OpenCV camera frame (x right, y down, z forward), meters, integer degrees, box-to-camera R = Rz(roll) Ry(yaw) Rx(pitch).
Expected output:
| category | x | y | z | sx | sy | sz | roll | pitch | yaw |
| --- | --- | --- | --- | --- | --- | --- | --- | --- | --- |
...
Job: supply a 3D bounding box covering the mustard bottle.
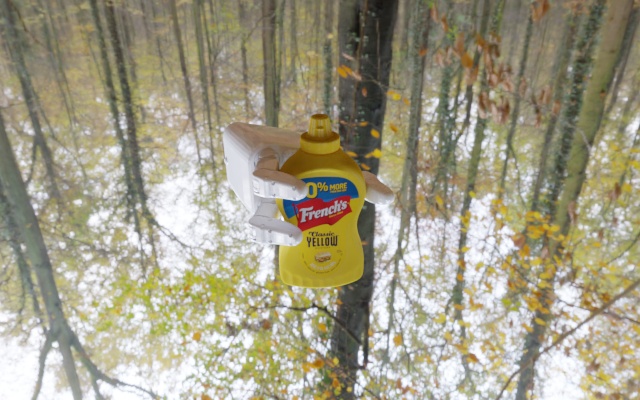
| category | x | y | z | sx | sy | sz | roll | pitch | yaw |
| --- | --- | --- | --- | --- | --- | --- | --- | --- | --- |
| mustard bottle | 0.000 | 0.002 | 0.514 | 0.096 | 0.192 | 0.058 | -2 | 26 | -3 |
